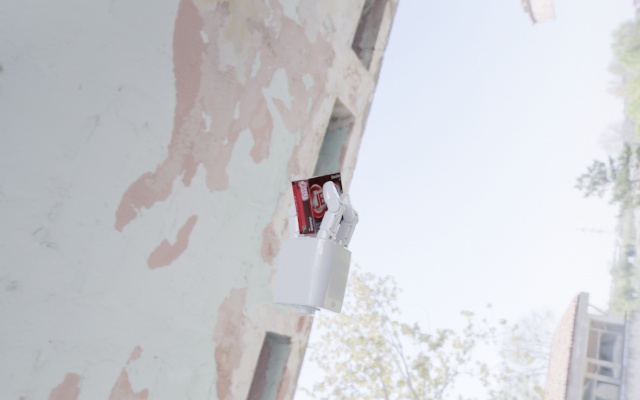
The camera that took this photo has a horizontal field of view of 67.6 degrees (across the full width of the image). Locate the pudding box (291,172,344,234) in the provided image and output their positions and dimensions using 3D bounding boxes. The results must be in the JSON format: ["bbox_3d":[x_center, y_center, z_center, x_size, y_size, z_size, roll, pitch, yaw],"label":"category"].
[{"bbox_3d":[0.000,0.003,0.807,0.039,0.090,0.113,-5,7,29],"label":"pudding box"}]
